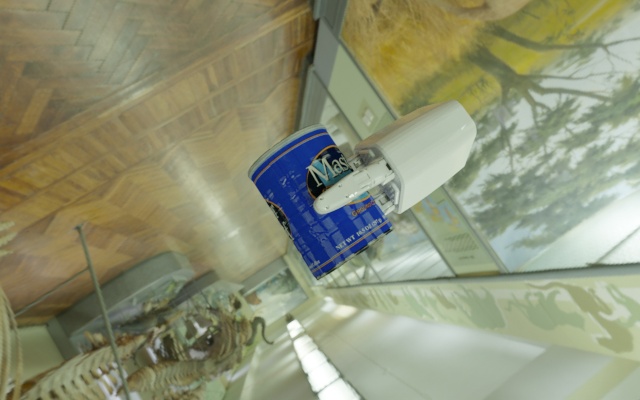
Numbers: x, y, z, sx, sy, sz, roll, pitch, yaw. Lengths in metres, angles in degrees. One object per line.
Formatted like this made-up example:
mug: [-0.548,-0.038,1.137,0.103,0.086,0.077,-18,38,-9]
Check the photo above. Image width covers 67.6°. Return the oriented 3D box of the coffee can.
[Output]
coffee can: [0.000,0.002,0.528,0.103,0.140,0.103,-33,-6,-4]
